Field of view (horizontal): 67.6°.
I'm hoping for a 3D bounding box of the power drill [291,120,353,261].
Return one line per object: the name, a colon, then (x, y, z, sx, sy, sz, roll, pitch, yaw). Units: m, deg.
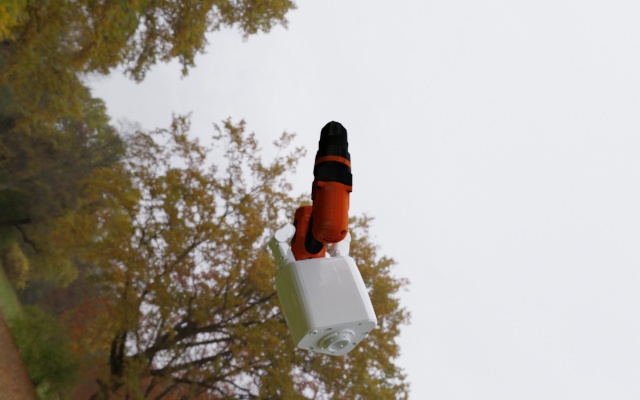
power drill: (0.000, 0.003, 0.695, 0.057, 0.184, 0.188, 9, -31, -7)
